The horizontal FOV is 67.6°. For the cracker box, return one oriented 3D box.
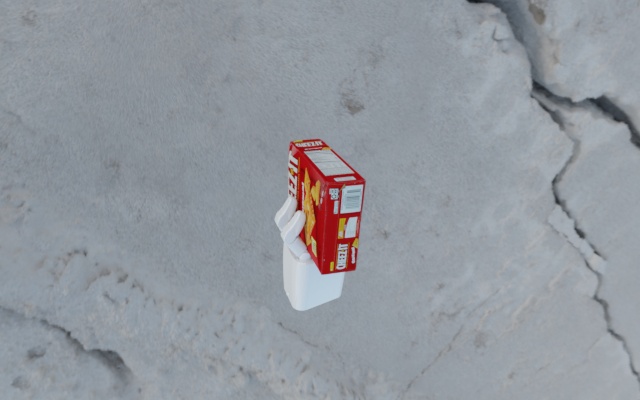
[{"bbox_3d":[0.000,0.003,0.832,0.072,0.164,0.213,-5,26,-19],"label":"cracker box"}]
